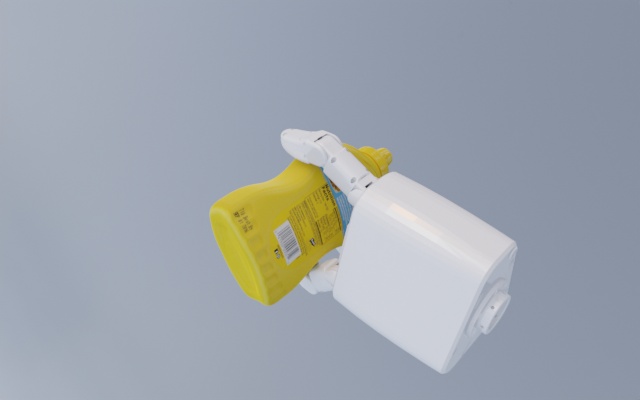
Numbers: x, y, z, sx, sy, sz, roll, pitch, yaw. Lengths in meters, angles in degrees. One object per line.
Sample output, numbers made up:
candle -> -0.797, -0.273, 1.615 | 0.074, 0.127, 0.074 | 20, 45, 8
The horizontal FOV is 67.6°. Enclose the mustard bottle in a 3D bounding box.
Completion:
mustard bottle -> 0.000, 0.001, 0.430 | 0.191, 0.096, 0.058 | -35, 27, -31
